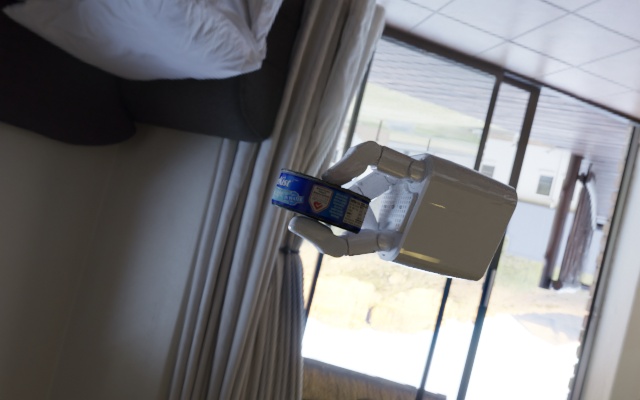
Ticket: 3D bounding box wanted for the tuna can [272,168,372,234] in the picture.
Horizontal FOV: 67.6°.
[{"bbox_3d":[0.000,0.002,0.429,0.086,0.034,0.086,19,-2,1],"label":"tuna can"}]
